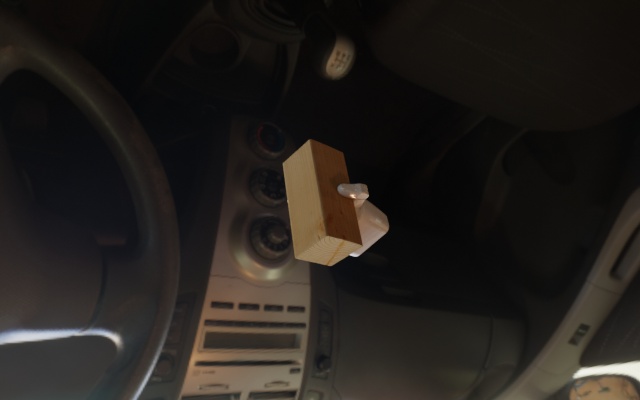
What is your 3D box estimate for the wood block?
[{"bbox_3d":[0.001,0.003,0.883,0.090,0.206,0.091,18,-42,-38],"label":"wood block"}]
